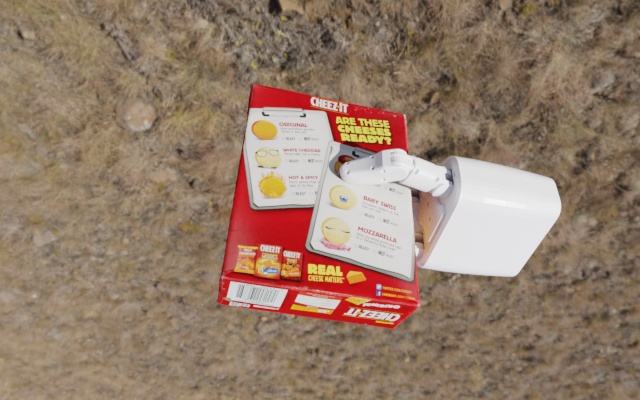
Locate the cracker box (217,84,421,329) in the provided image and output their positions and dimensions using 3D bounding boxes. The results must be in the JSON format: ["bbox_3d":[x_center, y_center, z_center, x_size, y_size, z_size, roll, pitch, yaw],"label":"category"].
[{"bbox_3d":[0.000,0.002,0.453,0.164,0.213,0.072,10,-35,-11],"label":"cracker box"}]
